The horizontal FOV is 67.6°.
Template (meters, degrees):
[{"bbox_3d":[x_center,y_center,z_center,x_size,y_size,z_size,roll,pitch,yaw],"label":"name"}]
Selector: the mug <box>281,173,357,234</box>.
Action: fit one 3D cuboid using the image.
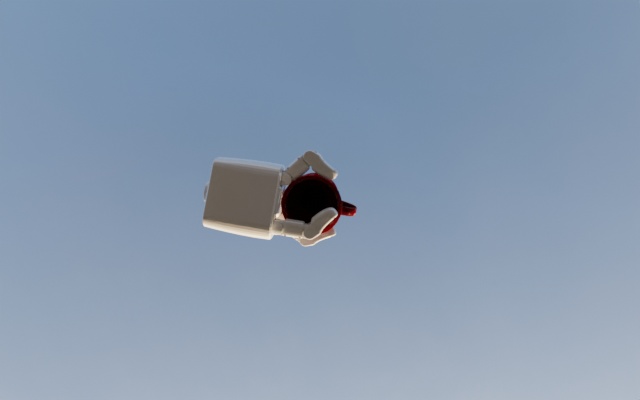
[{"bbox_3d":[0.002,0.003,0.759,0.117,0.093,0.081,10,11,1],"label":"mug"}]
